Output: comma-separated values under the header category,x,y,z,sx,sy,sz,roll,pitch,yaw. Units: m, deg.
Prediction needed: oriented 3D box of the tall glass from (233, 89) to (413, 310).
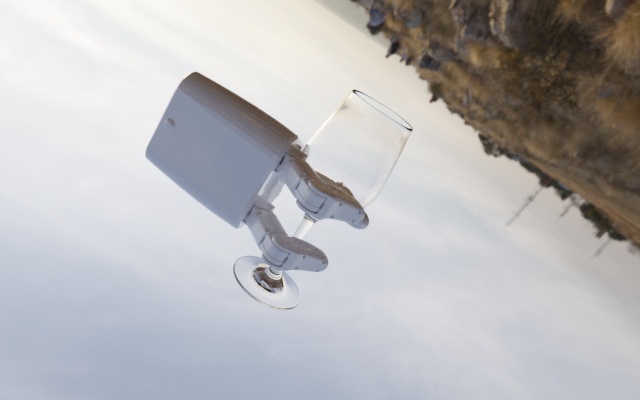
category,x,y,z,sx,sy,sz,roll,pitch,yaw
tall glass,0.000,0.002,0.433,0.079,0.201,0.079,30,19,-12
